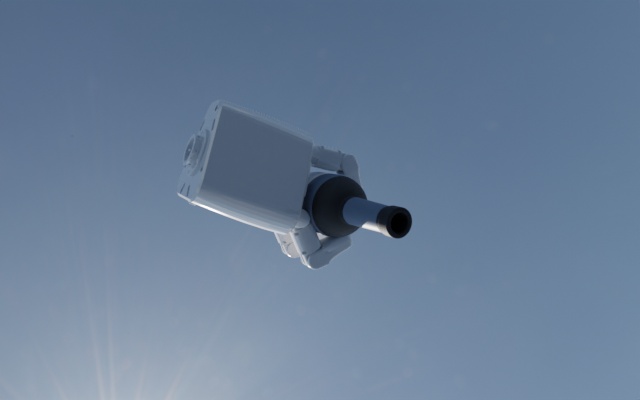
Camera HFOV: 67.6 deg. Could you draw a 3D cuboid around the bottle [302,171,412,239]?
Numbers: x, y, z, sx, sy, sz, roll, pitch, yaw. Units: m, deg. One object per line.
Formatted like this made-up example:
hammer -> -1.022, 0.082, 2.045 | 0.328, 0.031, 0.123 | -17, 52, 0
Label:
bottle -> 0.000, 0.002, 0.535 | 0.069, 0.069, 0.295 | 0, 7, -27
